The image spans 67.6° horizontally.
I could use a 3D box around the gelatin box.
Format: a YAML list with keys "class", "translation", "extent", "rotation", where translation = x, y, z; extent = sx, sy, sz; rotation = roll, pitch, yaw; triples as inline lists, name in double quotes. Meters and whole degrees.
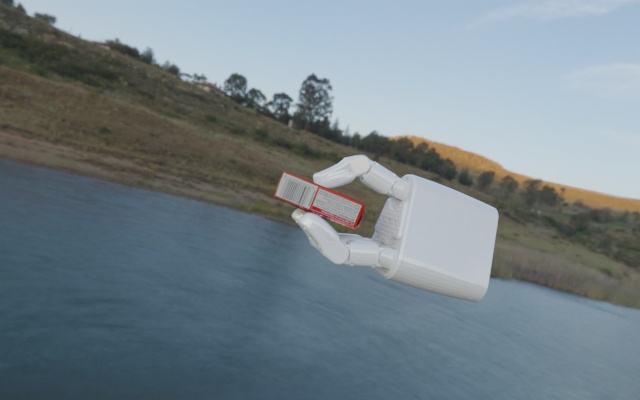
- class: "gelatin box"
  translation: [0.000, 0.001, 0.497]
  extent: [0.089, 0.030, 0.073]
  rotation: [22, -1, 1]
